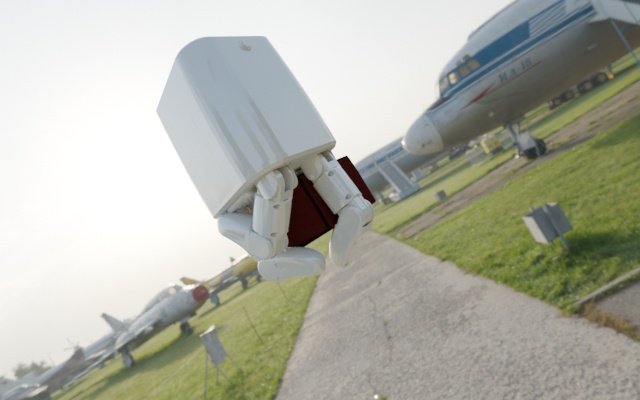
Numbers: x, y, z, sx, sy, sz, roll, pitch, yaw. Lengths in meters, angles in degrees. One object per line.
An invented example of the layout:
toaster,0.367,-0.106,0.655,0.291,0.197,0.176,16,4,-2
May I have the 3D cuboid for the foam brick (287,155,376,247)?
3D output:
foam brick,0.000,0.001,0.413,0.053,0.051,0.078,-35,-5,38
